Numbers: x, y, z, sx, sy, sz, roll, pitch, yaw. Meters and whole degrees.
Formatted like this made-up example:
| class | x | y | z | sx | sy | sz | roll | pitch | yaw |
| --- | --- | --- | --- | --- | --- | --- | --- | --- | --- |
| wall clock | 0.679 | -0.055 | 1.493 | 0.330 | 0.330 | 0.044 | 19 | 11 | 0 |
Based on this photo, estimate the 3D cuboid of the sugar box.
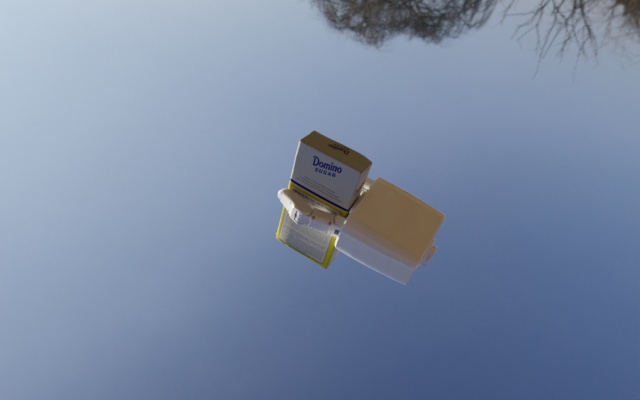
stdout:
| class | x | y | z | sx | sy | sz | roll | pitch | yaw |
| --- | --- | --- | --- | --- | --- | --- | --- | --- | --- |
| sugar box | 0.000 | 0.002 | 0.654 | 0.093 | 0.176 | 0.048 | 30 | 37 | 14 |
